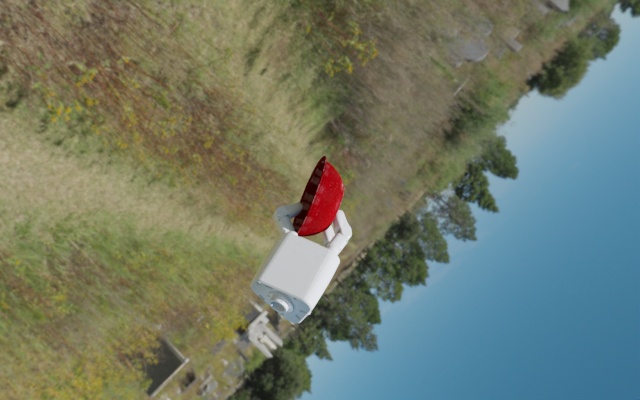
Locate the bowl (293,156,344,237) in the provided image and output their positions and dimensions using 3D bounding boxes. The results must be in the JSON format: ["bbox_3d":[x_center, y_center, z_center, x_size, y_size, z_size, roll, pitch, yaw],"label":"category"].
[{"bbox_3d":[0.001,0.002,0.872,0.055,0.162,0.162,21,-4,-9],"label":"bowl"}]
